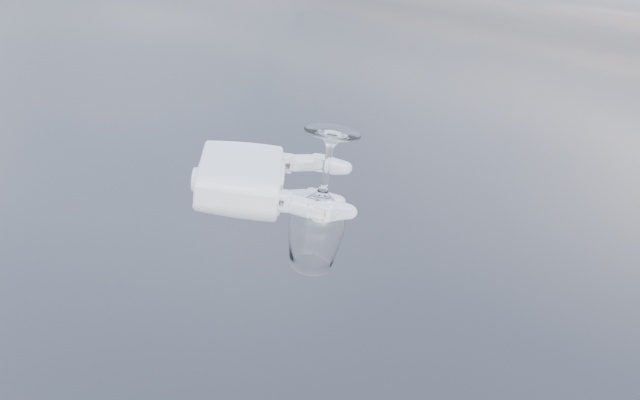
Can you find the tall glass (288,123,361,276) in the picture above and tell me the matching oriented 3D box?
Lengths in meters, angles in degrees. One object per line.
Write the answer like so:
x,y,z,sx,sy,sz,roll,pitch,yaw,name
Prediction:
0.000,0.002,0.650,0.079,0.201,0.079,8,23,-3,tall glass
